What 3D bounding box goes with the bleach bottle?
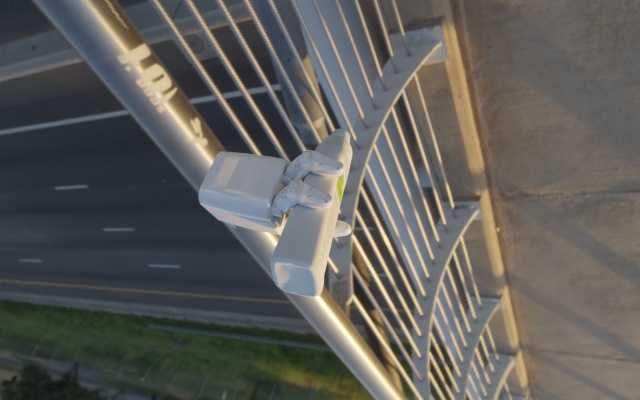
[{"bbox_3d":[0.000,0.002,0.680,0.068,0.250,0.103,11,-35,11],"label":"bleach bottle"}]
